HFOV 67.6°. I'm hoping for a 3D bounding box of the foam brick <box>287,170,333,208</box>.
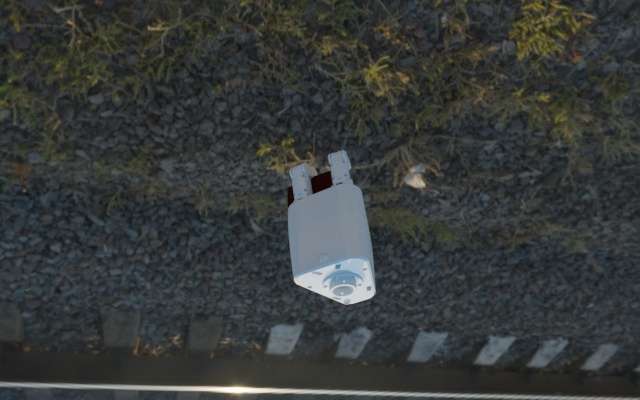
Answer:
[{"bbox_3d":[0.000,0.002,0.649,0.078,0.051,0.053,-21,-41,19],"label":"foam brick"}]
